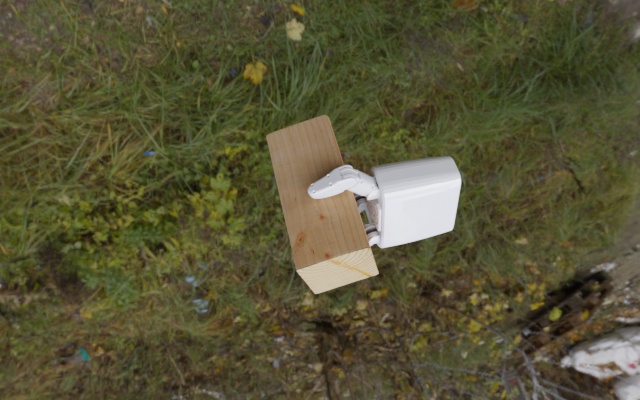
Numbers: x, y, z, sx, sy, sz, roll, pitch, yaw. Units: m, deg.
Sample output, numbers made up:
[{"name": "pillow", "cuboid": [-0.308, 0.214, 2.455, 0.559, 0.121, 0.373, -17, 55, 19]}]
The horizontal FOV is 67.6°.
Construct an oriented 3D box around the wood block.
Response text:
[{"name": "wood block", "cuboid": [0.000, 0.002, 0.628, 0.090, 0.206, 0.091, -18, -31, 4]}]
